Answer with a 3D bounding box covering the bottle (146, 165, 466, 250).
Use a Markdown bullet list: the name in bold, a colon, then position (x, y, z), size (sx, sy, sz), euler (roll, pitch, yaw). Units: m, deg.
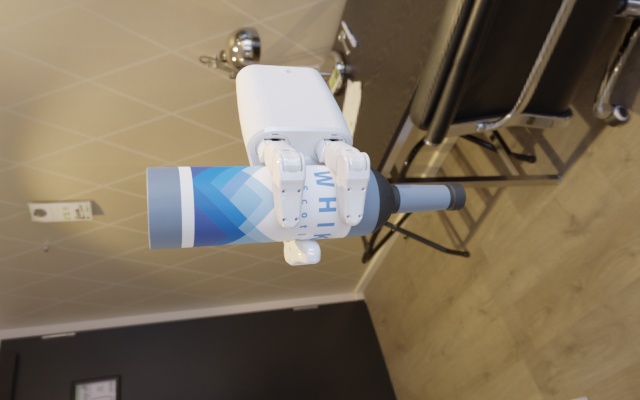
- **bottle**: position (0.000, 0.002, 0.433), size (0.296, 0.069, 0.069), euler (-2, 1, -19)
